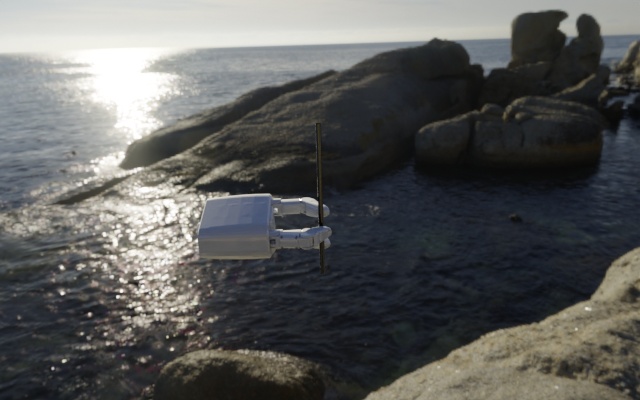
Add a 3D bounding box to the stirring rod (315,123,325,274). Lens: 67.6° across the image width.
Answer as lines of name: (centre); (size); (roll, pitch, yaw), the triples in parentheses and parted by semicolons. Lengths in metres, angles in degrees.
stirring rod: (0.000, 0.003, 0.730); (0.011, 0.240, 0.011); (-2, 18, 1)
